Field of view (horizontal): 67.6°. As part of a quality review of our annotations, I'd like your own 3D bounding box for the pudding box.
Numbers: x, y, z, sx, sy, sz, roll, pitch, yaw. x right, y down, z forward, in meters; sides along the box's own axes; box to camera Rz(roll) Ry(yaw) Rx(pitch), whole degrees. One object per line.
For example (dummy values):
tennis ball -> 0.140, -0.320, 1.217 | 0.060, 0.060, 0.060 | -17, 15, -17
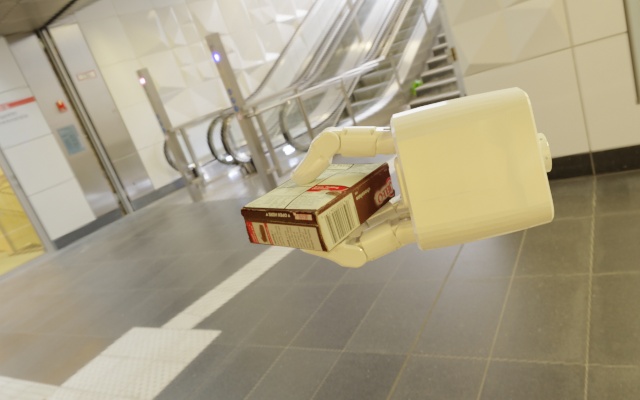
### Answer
pudding box -> 0.000, 0.001, 0.427 | 0.090, 0.039, 0.113 | 1, 23, 40
